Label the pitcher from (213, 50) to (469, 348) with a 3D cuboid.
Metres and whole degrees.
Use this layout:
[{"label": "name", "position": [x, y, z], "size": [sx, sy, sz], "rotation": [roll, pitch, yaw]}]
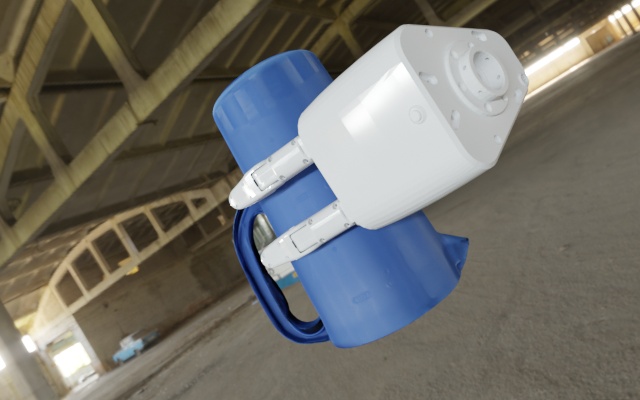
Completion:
[{"label": "pitcher", "position": [0.000, 0.001, 0.428], "size": [0.149, 0.243, 0.145], "rotation": [-31, -1, -36]}]
